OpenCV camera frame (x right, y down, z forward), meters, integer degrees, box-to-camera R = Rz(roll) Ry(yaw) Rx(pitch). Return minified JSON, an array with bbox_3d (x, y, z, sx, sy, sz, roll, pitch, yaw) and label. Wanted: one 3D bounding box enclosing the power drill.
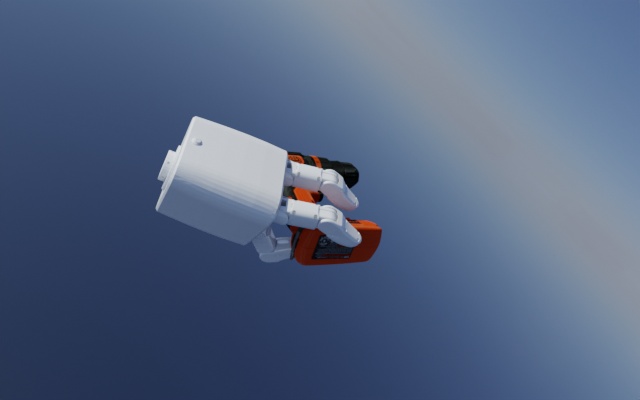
[{"bbox_3d":[0.000,0.002,0.609,0.184,0.057,0.187,-1,33,-28],"label":"power drill"}]
